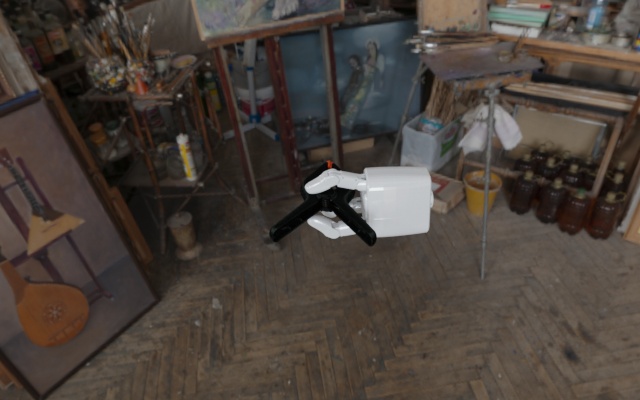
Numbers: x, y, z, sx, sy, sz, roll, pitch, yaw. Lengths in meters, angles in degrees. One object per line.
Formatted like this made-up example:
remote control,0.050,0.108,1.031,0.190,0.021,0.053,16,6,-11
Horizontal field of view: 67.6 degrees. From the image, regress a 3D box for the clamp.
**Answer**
clamp,0.000,0.002,0.799,0.164,0.036,0.209,-1,38,-2
